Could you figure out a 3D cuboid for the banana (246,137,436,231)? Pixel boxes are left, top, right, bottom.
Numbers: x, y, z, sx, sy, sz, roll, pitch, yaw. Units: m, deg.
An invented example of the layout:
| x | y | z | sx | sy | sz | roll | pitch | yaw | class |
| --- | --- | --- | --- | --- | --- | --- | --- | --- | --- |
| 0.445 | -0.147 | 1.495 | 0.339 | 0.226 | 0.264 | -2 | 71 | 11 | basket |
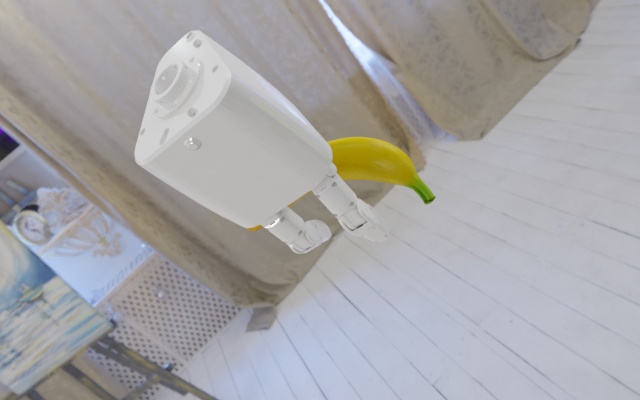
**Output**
| x | y | z | sx | sy | sz | roll | pitch | yaw | class |
| --- | --- | --- | --- | --- | --- | --- | --- | --- | --- |
| 0.001 | -0.017 | 0.436 | 0.198 | 0.069 | 0.037 | -10 | -10 | 32 | banana |
